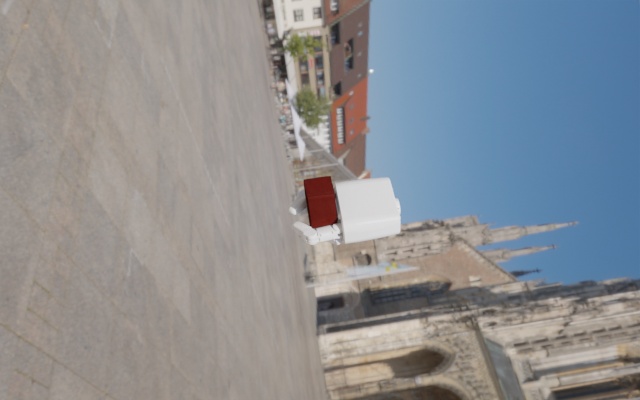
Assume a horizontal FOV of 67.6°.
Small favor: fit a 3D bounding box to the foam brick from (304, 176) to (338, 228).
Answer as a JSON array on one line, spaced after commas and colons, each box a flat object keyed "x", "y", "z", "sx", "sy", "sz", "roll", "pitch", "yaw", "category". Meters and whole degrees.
[{"x": 0.000, "y": 0.003, "z": 0.860, "sx": 0.051, "sy": 0.078, "sz": 0.053, "roll": -8, "pitch": 41, "yaw": -1, "category": "foam brick"}]
